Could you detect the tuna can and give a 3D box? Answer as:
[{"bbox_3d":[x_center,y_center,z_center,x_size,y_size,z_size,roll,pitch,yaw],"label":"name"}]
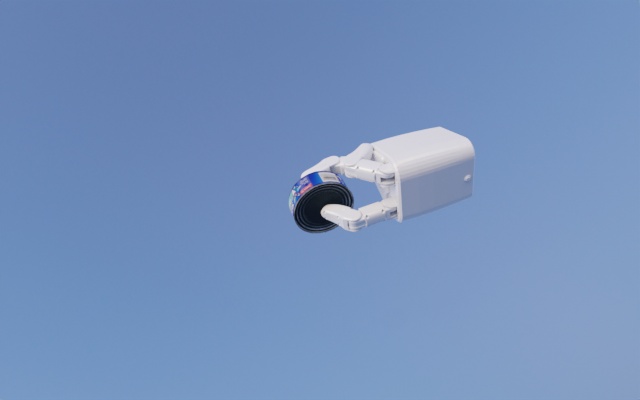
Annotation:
[{"bbox_3d":[0.000,0.002,0.653,0.086,0.086,0.033,0,37,-24],"label":"tuna can"}]
